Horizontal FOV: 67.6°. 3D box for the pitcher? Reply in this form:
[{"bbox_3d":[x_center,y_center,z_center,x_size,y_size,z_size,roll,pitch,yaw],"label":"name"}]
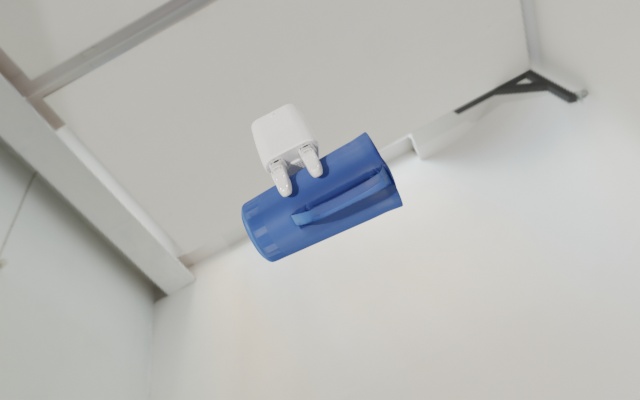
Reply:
[{"bbox_3d":[0.000,0.002,0.762,0.243,0.145,0.149,-27,-36,3],"label":"pitcher"}]
